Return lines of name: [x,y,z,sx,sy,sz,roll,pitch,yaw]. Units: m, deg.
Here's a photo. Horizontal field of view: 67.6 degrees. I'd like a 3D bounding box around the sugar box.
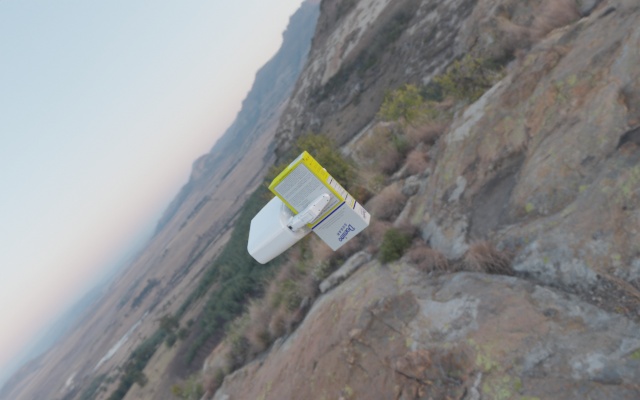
sugar box: [0.000,0.003,0.888,0.093,0.176,0.048,-39,15,26]
